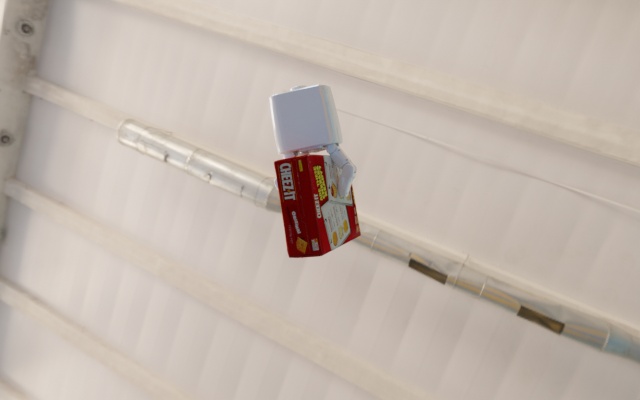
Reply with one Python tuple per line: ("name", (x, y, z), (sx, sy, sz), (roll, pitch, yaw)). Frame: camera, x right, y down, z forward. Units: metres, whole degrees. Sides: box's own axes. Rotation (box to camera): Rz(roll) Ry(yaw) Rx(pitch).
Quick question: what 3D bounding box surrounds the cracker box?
("cracker box", (0.000, 0.003, 0.858), (0.072, 0.164, 0.213), (-9, 2, 22))
